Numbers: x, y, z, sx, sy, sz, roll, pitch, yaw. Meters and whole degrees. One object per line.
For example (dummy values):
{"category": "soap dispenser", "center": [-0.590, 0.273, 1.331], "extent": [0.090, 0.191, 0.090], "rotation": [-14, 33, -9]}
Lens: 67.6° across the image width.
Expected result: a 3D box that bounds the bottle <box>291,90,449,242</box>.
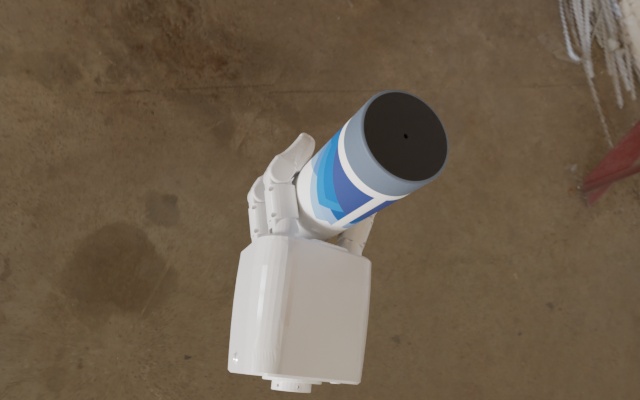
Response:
{"category": "bottle", "center": [0.000, 0.001, 0.435], "extent": [0.069, 0.069, 0.296], "rotation": [0, -17, -23]}
